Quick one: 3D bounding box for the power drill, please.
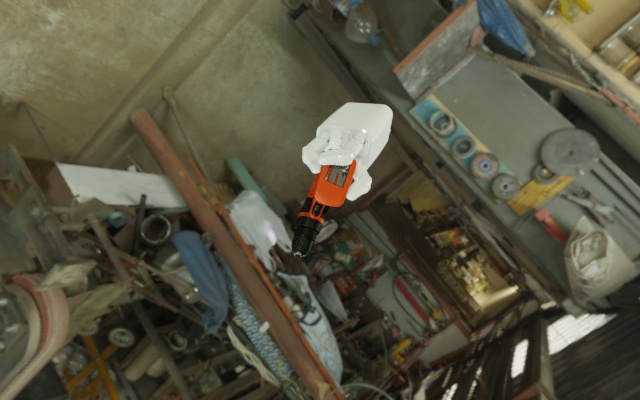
[{"bbox_3d":[0.000,0.003,0.884,0.057,0.184,0.188,21,-24,-7],"label":"power drill"}]
